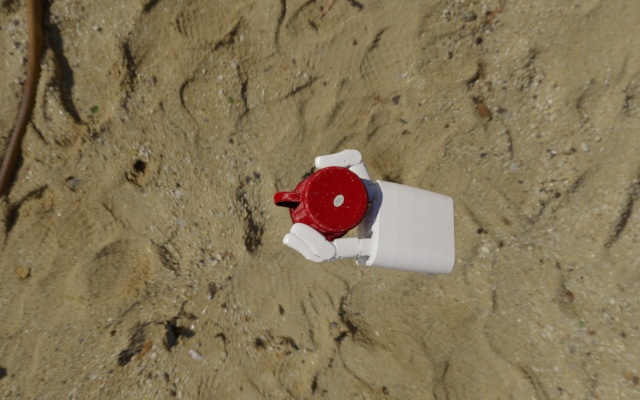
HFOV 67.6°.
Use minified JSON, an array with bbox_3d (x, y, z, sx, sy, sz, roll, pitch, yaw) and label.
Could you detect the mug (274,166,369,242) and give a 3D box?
[{"bbox_3d":[-0.001,0.002,0.598,0.117,0.093,0.081,9,-10,-10],"label":"mug"}]
